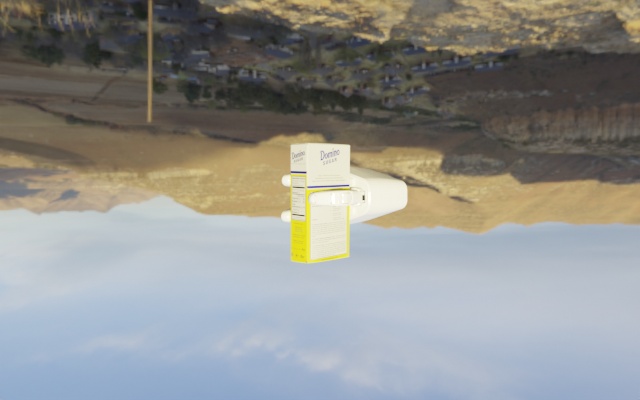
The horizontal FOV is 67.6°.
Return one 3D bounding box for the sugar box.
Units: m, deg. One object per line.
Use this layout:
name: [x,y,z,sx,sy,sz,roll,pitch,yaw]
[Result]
sugar box: [0.000,0.002,0.725,0.093,0.176,0.048,-3,3,-44]
